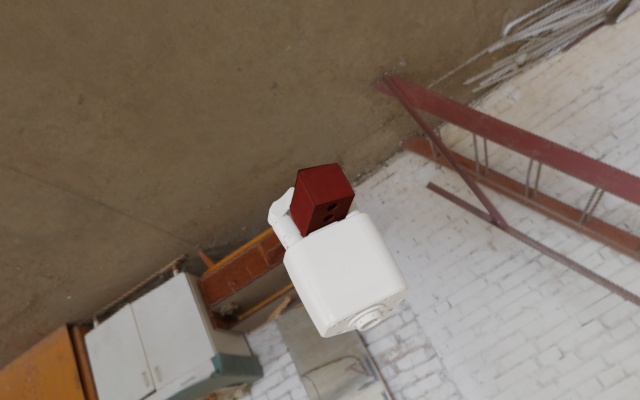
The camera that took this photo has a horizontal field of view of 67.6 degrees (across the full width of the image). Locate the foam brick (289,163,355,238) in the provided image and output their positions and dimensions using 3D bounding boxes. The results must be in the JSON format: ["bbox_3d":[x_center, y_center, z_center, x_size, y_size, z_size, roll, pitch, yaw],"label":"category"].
[{"bbox_3d":[0.000,0.002,0.566,0.053,0.051,0.078,-14,-32,-22],"label":"foam brick"}]
